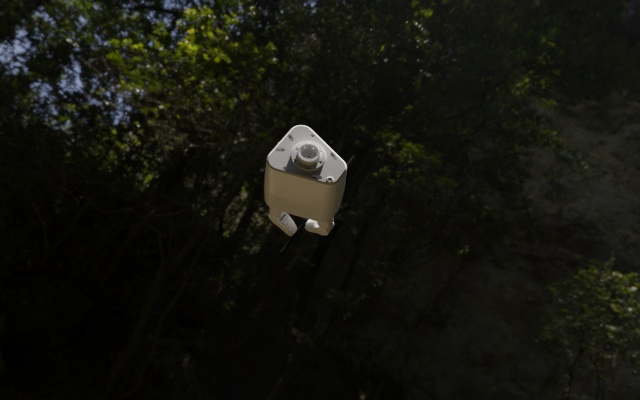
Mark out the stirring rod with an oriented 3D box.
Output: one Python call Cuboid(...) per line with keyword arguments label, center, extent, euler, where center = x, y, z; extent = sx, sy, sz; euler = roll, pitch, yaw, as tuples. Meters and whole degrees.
Cuboid(label="stirring rod", center=(0.000, 0.003, 0.840), extent=(0.011, 0.239, 0.011), euler=(27, -30, 17))
